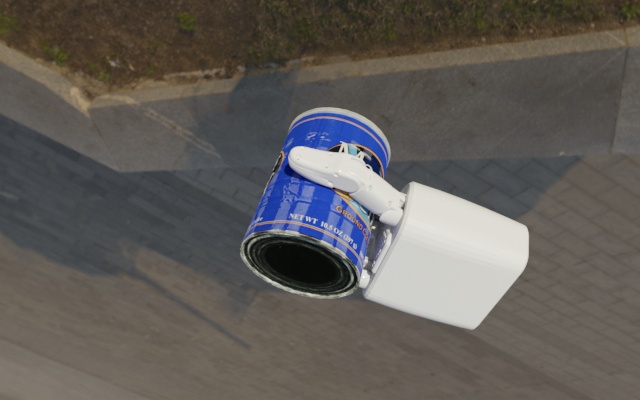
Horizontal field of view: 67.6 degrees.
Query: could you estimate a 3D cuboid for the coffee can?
[{"bbox_3d":[0.000,0.001,0.429,0.103,0.140,0.103,12,-35,9],"label":"coffee can"}]
